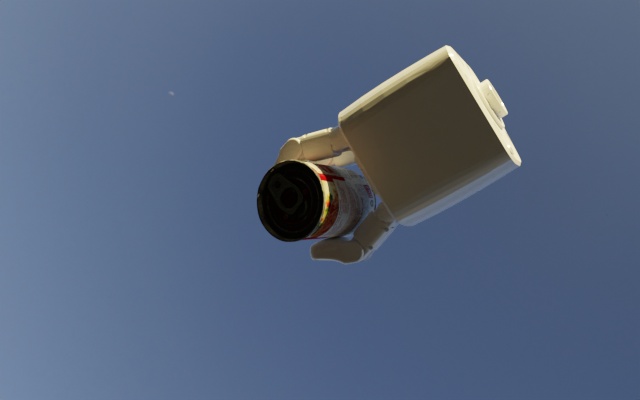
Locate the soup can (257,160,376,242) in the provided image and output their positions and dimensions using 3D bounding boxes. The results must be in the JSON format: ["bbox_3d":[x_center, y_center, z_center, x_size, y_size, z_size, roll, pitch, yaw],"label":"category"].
[{"bbox_3d":[0.000,0.002,0.435,0.068,0.068,0.102,0,-1,31],"label":"soup can"}]
